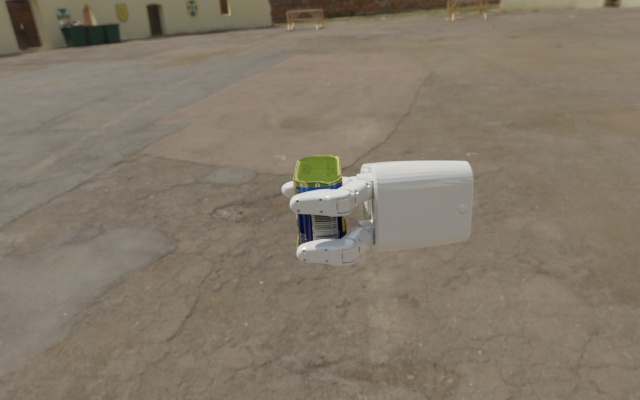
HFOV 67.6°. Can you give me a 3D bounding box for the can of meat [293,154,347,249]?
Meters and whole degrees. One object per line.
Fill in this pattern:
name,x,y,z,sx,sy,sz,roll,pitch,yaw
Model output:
can of meat,0.000,0.001,0.536,0.057,0.084,0.102,-3,22,2
